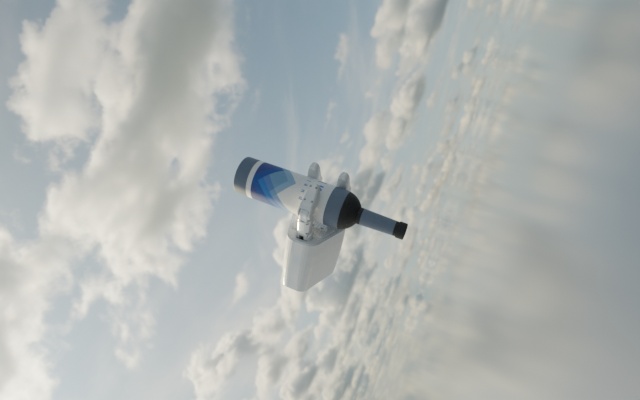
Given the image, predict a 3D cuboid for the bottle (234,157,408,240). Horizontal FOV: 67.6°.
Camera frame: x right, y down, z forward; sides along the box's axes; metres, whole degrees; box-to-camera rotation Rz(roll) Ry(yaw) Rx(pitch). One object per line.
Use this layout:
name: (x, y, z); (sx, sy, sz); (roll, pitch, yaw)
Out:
bottle: (0.000, 0.002, 0.793); (0.295, 0.069, 0.069); (19, 5, 15)
